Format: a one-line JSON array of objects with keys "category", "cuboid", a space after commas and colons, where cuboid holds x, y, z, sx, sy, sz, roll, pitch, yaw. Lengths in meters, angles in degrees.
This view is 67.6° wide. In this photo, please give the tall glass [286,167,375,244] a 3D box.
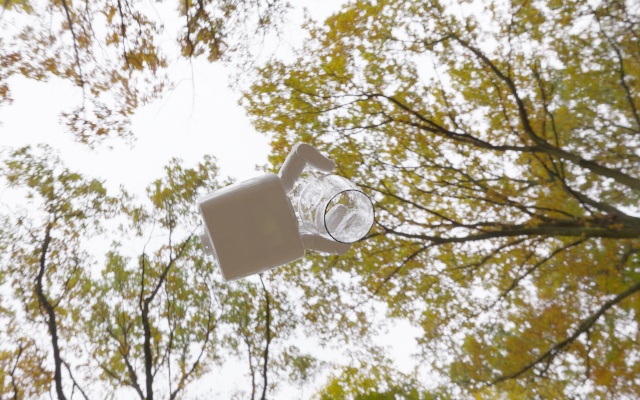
[{"category": "tall glass", "cuboid": [0.000, 0.002, 0.616, 0.079, 0.079, 0.201, 0, 9, -20]}]
